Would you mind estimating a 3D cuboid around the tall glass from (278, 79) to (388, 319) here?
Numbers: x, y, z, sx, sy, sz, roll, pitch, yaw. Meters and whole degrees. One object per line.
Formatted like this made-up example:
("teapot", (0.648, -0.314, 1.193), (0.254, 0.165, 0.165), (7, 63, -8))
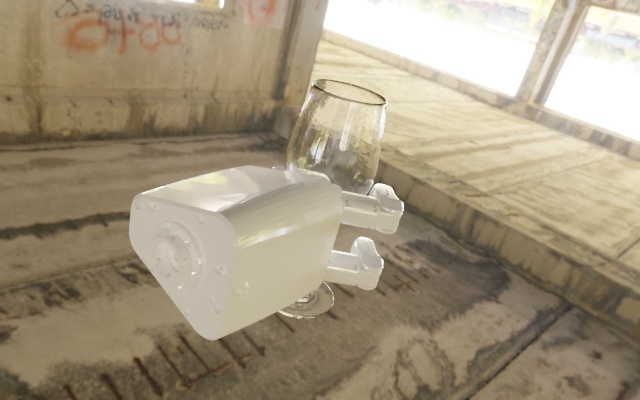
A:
("tall glass", (0.000, 0.002, 0.418), (0.079, 0.201, 0.079), (13, 24, -6))
